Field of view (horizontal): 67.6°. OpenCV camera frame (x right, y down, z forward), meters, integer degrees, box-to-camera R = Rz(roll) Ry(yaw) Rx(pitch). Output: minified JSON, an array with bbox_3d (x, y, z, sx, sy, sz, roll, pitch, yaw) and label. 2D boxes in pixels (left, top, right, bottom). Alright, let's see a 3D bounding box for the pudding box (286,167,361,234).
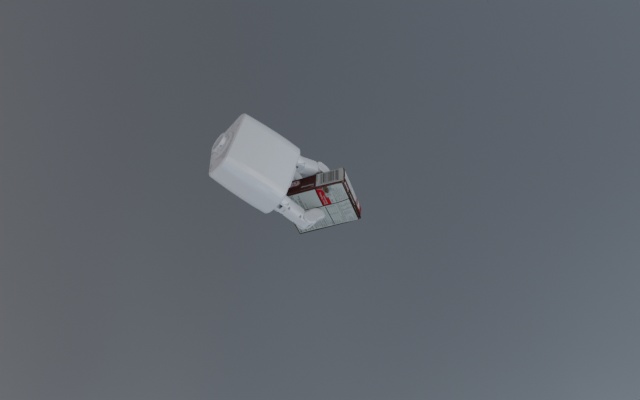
[{"bbox_3d":[0.000,0.003,0.783,0.113,0.090,0.039,-13,40,17],"label":"pudding box"}]
